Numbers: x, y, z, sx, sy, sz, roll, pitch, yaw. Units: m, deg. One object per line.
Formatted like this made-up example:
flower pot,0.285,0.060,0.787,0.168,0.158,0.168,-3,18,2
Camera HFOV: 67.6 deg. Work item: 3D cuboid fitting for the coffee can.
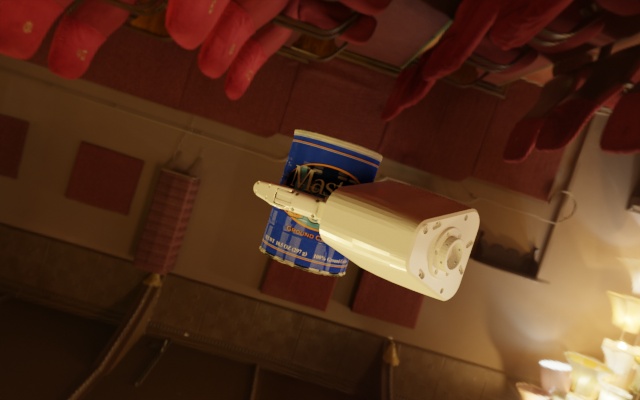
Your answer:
coffee can,0.000,0.002,0.539,0.103,0.140,0.103,17,3,-1
